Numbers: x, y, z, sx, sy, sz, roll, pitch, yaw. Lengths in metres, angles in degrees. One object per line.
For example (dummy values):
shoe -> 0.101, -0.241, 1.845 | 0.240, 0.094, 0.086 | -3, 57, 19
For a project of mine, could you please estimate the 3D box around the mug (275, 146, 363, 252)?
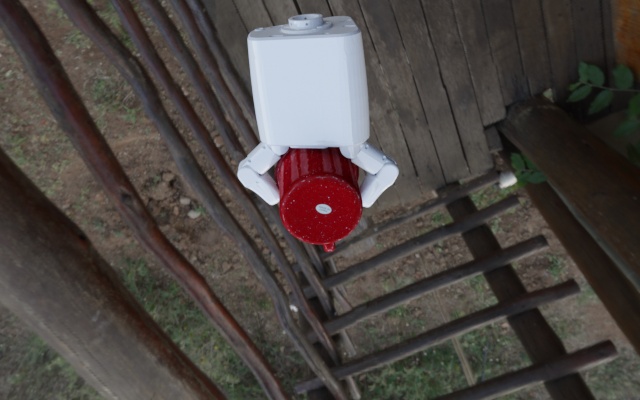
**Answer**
mug -> 0.000, 0.003, 0.498 | 0.093, 0.117, 0.081 | -8, 30, 0
